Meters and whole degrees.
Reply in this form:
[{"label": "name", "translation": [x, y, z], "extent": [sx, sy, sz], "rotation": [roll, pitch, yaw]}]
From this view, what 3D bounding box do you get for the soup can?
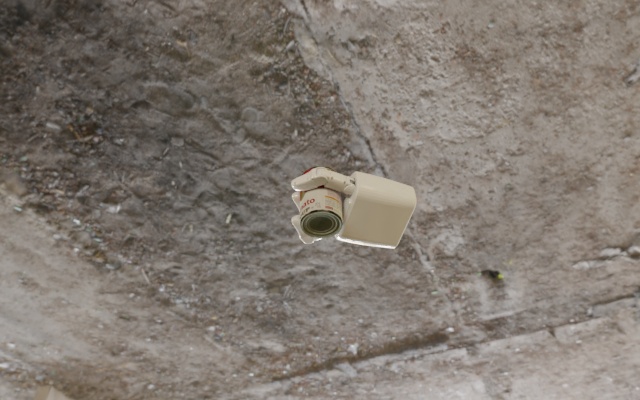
[{"label": "soup can", "translation": [0.000, 0.003, 0.771], "extent": [0.068, 0.102, 0.069], "rotation": [-1, -43, -1]}]
